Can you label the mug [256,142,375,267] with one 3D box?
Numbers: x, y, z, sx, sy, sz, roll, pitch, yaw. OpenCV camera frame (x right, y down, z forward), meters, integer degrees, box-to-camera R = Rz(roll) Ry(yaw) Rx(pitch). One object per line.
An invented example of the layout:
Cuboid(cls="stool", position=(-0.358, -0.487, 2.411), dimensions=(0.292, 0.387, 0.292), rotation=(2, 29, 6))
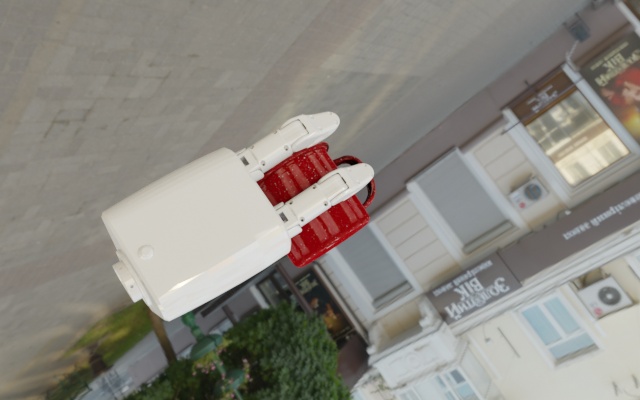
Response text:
Cuboid(cls="mug", position=(0.001, 0.001, 0.440), dimensions=(0.117, 0.081, 0.093), rotation=(-30, -9, -24))
